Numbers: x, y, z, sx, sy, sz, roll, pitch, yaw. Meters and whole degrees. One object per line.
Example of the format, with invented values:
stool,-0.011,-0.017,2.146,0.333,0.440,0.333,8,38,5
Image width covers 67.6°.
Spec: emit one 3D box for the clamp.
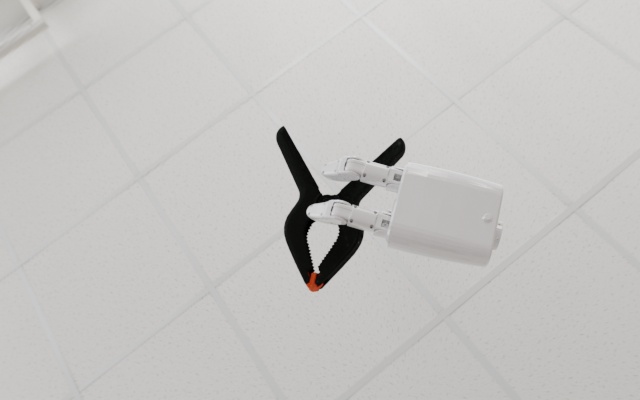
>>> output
clamp,0.000,0.003,0.578,0.164,0.210,0.036,13,-19,13
